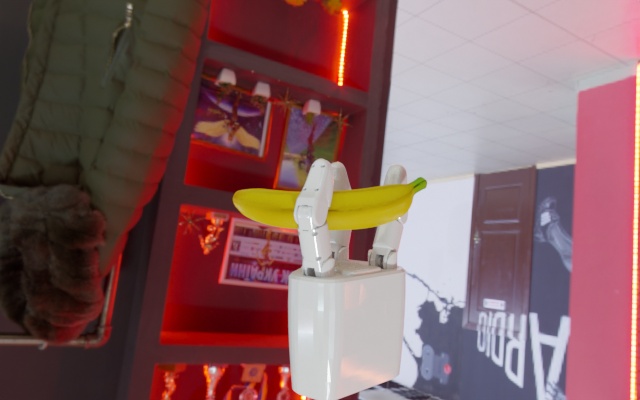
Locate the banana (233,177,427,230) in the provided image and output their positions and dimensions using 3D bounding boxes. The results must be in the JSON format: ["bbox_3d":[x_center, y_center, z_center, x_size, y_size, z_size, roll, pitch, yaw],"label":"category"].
[{"bbox_3d":[-0.001,0.006,0.451,0.198,0.037,0.069,-2,12,14],"label":"banana"}]
